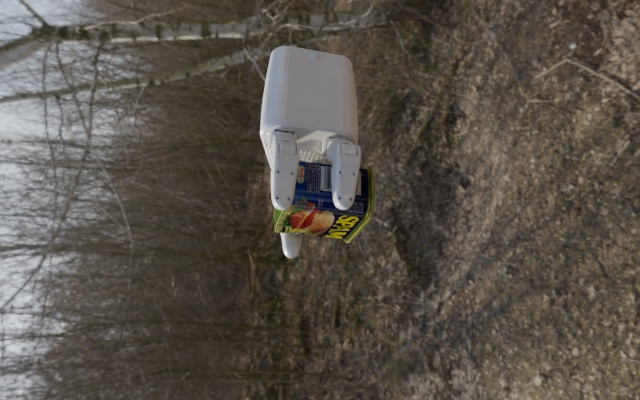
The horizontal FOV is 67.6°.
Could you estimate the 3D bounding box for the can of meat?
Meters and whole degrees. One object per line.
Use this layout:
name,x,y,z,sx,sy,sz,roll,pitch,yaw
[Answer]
can of meat,0.000,0.002,0.483,0.084,0.057,0.102,7,-23,-11
